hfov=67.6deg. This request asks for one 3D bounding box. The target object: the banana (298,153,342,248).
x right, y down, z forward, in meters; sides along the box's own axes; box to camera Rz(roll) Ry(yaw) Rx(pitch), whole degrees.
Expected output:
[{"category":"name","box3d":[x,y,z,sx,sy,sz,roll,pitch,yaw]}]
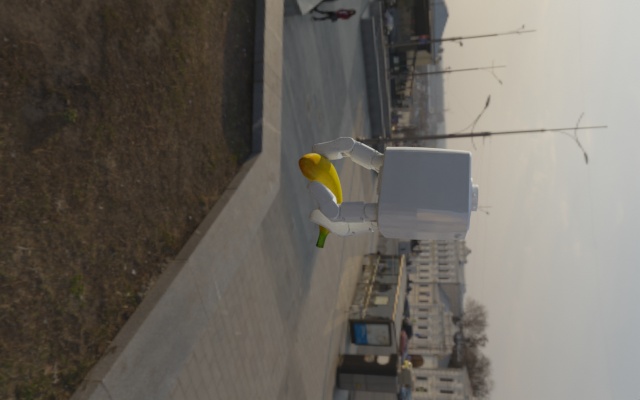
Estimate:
[{"category":"banana","box3d":[0.005,-0.010,0.671,0.037,0.069,0.198,7,-36,15]}]
